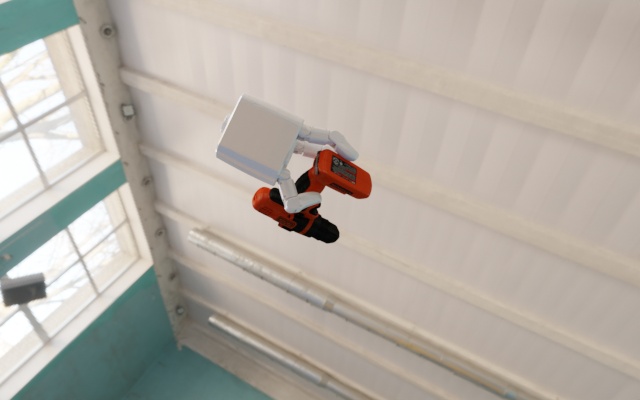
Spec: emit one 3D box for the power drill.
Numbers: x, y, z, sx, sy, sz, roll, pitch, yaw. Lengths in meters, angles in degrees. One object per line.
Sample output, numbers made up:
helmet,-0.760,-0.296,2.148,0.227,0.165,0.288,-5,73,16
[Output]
power drill,0.000,0.002,0.823,0.184,0.057,0.188,27,-43,-27
